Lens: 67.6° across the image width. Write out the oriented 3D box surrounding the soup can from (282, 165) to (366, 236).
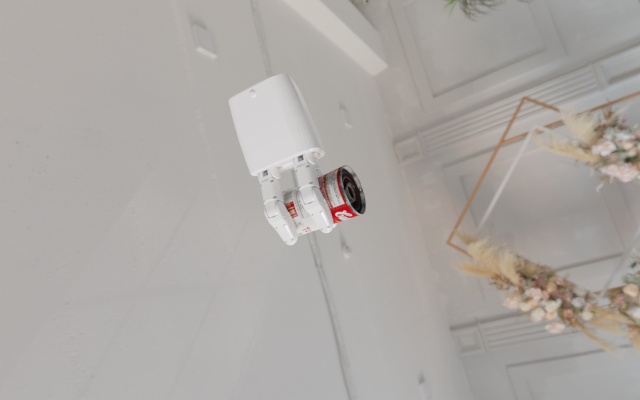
[{"bbox_3d":[0.000,0.003,0.638,0.102,0.068,0.068,-20,-9,24],"label":"soup can"}]
